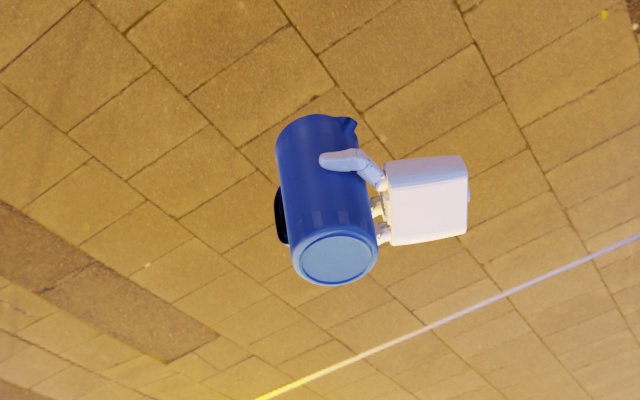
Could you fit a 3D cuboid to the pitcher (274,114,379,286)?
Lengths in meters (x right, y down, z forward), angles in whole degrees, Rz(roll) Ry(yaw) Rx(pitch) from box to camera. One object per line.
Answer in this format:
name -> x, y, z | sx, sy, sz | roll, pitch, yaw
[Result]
pitcher -> 0.000, 0.002, 0.671 | 0.145, 0.149, 0.242 | -7, 41, -2
